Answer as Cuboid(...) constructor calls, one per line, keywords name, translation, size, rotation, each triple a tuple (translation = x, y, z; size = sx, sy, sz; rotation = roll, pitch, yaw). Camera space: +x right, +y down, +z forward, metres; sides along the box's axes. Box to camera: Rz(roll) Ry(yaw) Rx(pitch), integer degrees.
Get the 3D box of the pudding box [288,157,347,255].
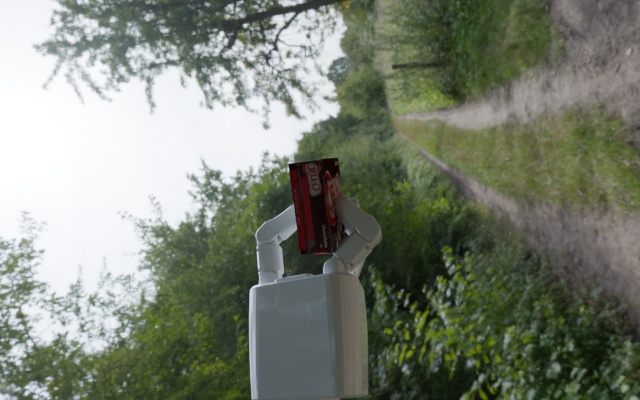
Cuboid(name="pudding box", translation=(0.000, 0.002, 0.498), size=(0.039, 0.090, 0.113), rotation=(-5, 5, 8))
